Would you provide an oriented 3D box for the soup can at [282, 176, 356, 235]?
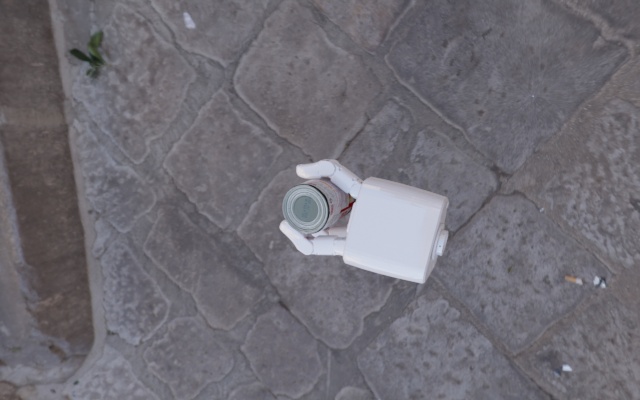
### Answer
[{"bbox_3d":[0.000,0.002,0.653,0.068,0.068,0.102,0,11,24],"label":"soup can"}]
